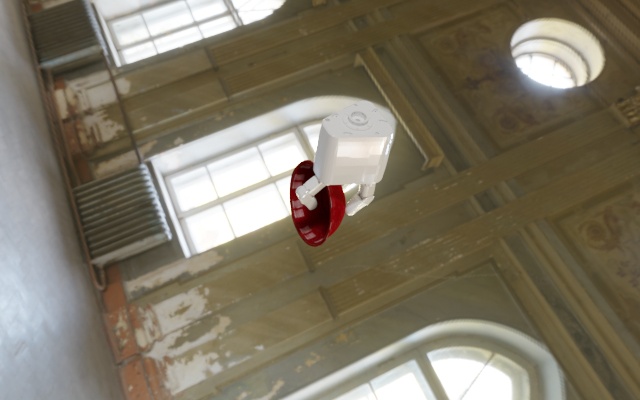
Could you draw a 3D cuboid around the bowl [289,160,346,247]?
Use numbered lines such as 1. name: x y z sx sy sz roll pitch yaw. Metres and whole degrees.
1. bowl: 0.000 0.004 0.893 0.055 0.162 0.162 -7 4 -30
